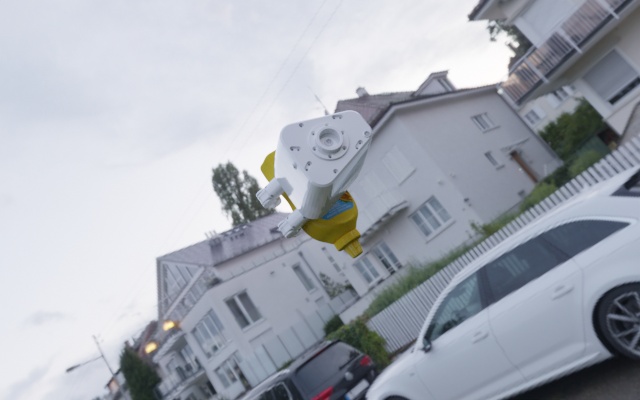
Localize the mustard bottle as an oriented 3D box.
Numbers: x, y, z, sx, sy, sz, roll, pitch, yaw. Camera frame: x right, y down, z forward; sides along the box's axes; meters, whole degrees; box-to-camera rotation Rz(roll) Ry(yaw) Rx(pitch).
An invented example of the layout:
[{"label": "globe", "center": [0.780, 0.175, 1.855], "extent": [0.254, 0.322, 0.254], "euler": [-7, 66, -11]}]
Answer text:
[{"label": "mustard bottle", "center": [0.000, 0.002, 0.702], "extent": [0.096, 0.191, 0.058], "euler": [-24, -18, -40]}]
